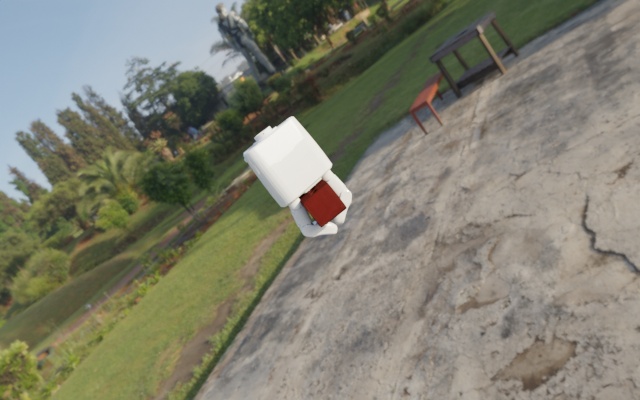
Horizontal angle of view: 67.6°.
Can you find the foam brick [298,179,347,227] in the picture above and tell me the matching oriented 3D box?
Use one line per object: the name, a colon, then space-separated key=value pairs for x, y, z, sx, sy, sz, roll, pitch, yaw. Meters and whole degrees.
foam brick: x=0.000 y=0.003 z=0.774 sx=0.053 sy=0.051 sz=0.078 roll=-38 pitch=13 yaw=-3
